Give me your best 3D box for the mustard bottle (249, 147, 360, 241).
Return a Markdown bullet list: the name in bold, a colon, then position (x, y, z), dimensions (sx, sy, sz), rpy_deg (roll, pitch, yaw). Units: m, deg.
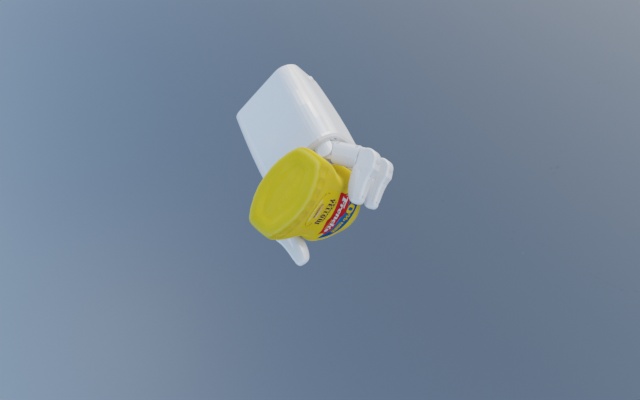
- **mustard bottle**: position (0.000, 0.002, 0.548), dimensions (0.058, 0.096, 0.191), rpy_deg (37, 9, 22)
